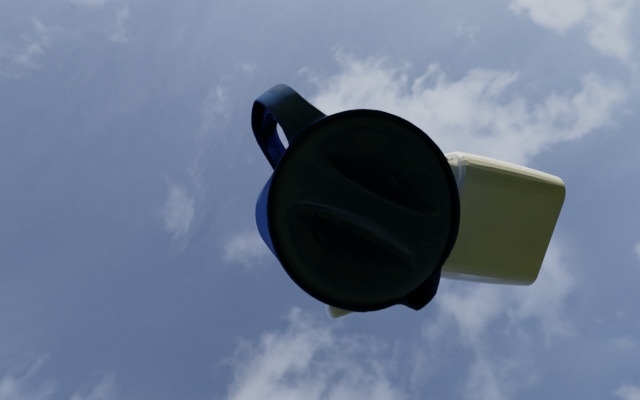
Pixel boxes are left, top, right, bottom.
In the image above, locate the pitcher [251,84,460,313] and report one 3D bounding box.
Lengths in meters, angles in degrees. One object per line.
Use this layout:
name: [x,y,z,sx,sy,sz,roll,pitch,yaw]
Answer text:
pitcher: [0.000,0.001,0.421,0.145,0.149,0.243,7,-4,-13]
